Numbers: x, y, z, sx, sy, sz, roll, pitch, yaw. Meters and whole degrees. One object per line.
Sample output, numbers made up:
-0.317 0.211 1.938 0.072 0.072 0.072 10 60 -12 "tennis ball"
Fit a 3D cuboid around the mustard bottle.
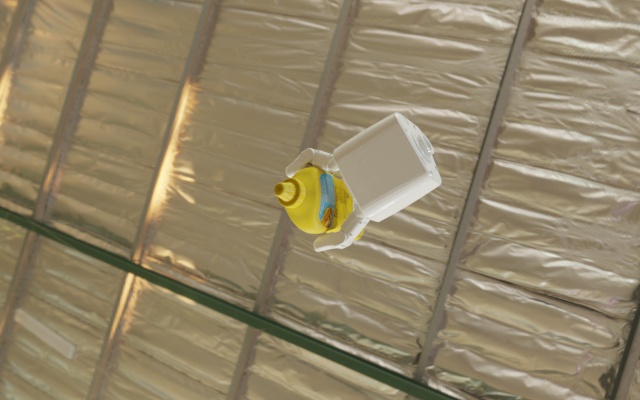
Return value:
0.000 0.002 0.703 0.058 0.096 0.192 -5 -13 34 "mustard bottle"
